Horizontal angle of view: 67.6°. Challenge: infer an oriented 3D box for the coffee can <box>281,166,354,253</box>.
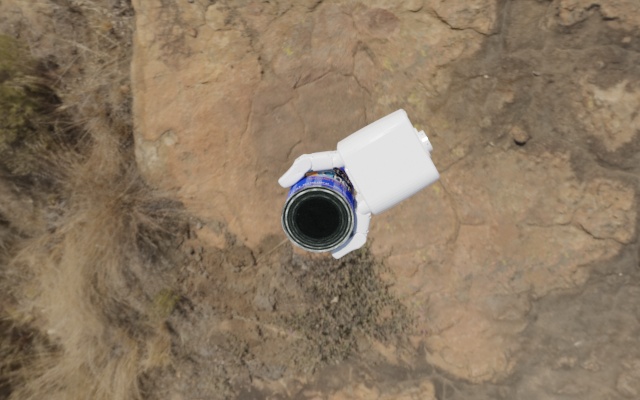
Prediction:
[{"bbox_3d":[0.000,0.002,0.729,0.103,0.103,0.140,0,21,4],"label":"coffee can"}]
